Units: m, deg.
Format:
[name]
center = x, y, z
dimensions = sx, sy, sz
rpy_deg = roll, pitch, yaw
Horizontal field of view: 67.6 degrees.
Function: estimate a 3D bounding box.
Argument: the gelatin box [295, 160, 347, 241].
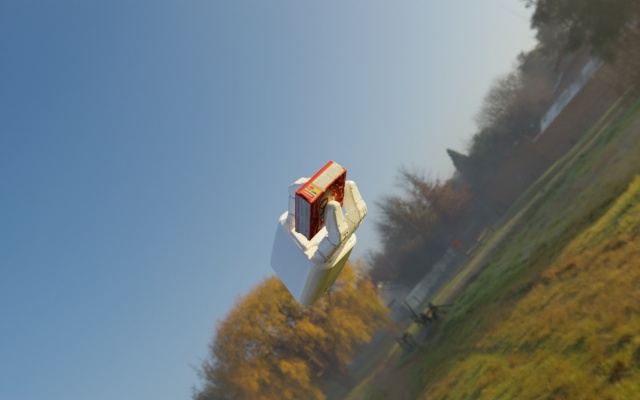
[gelatin box]
center = 0.000, 0.002, 0.631
dimensions = 0.030, 0.089, 0.073
rpy_deg = 34, 58, 22
